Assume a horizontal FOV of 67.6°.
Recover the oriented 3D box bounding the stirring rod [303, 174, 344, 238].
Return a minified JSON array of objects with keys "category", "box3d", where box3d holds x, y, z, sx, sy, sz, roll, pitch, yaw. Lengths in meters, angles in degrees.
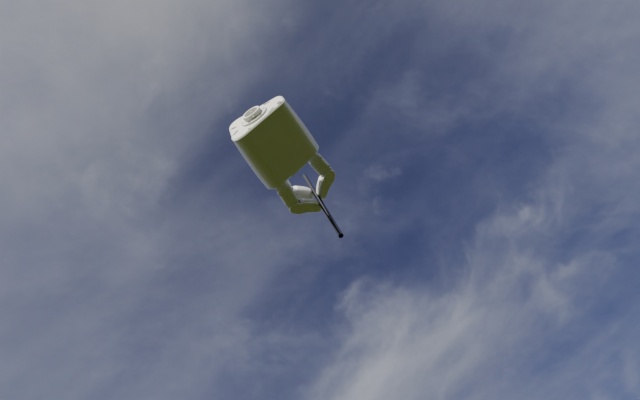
[{"category":"stirring rod","box3d":[0.000,0.003,0.826,0.011,0.011,0.239,0,25,-17]}]
